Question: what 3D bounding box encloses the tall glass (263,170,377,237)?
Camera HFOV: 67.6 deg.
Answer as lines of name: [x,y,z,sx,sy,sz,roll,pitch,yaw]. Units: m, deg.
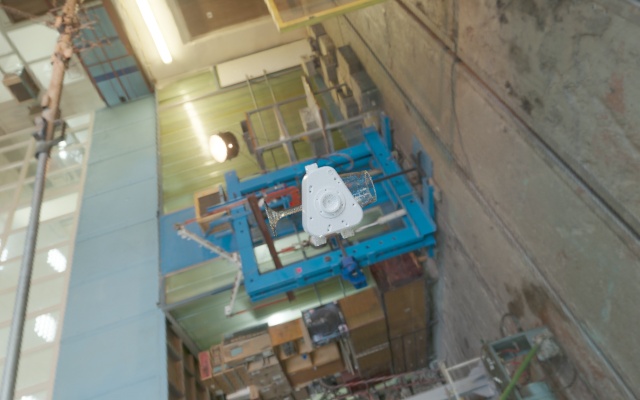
tall glass: [-0.001,0.003,0.891,0.201,0.079,0.079,-18,1,-4]
